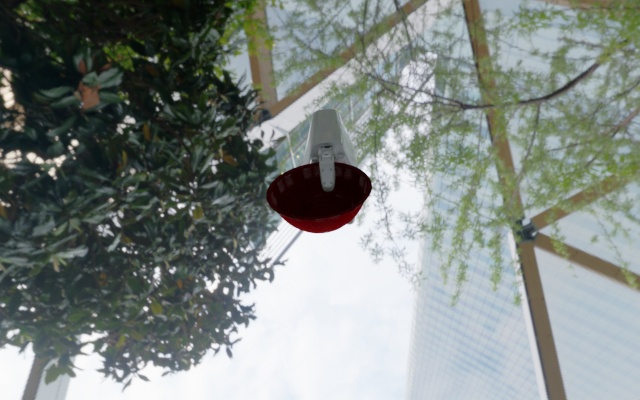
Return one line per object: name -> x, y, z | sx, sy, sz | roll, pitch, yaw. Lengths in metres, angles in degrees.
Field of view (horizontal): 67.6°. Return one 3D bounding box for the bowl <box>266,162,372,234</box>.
bowl -> 0.000, 0.004, 0.737 | 0.162, 0.055, 0.162 | -5, 33, 3
